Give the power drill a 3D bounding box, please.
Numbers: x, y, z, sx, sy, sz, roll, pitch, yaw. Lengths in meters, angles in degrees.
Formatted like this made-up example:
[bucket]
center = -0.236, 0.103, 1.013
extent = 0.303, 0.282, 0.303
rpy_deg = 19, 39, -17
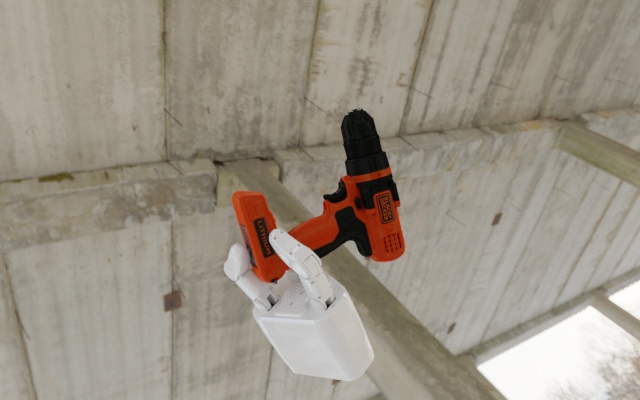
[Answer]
[power drill]
center = 0.000, 0.002, 0.543
extent = 0.187, 0.184, 0.057
rpy_deg = -17, 6, -16
